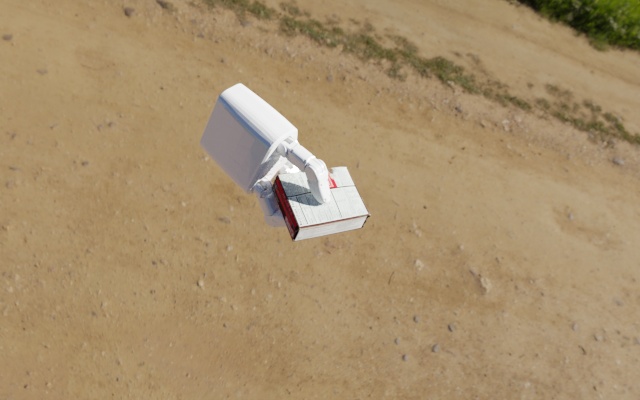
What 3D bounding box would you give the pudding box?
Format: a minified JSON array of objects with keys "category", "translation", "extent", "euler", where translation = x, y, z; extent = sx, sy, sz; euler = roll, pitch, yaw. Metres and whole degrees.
[{"category":"pudding box","translation":[0.000,0.002,0.659],"extent":[0.113,0.090,0.039],"euler":[-10,-29,-24]}]
